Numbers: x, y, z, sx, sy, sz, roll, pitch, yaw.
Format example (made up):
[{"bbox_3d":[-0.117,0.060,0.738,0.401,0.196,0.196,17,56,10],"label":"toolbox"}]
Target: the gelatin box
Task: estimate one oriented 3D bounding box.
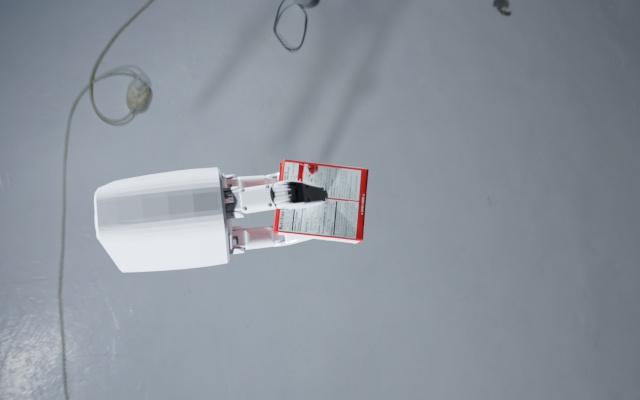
[{"bbox_3d":[0.000,0.002,0.475,0.089,0.073,0.030,6,-10,-5],"label":"gelatin box"}]
